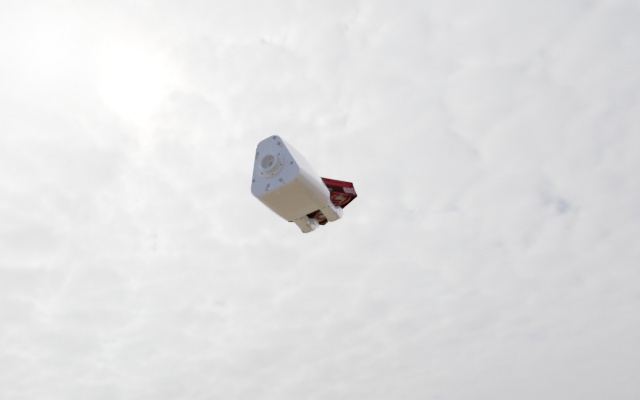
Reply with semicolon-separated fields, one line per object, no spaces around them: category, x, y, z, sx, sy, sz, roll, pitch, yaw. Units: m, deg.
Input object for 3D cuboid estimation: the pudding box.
pudding box;0.000;0.003;0.897;0.090;0.039;0.113;8;-35;-37
